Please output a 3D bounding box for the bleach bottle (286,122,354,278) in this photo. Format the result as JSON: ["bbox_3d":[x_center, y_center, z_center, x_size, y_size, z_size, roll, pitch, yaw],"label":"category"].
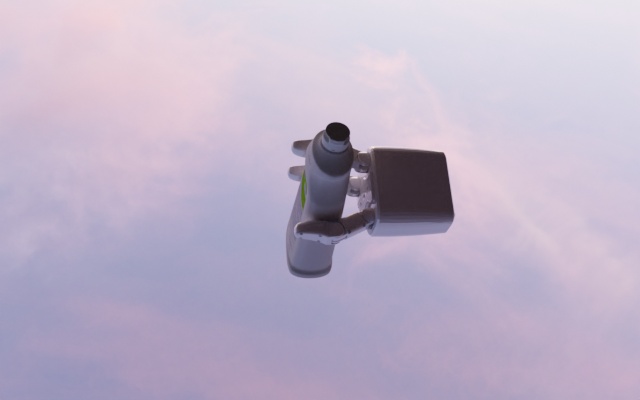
[{"bbox_3d":[0.000,0.002,0.620,0.068,0.102,0.251,0,-34,-11],"label":"bleach bottle"}]
